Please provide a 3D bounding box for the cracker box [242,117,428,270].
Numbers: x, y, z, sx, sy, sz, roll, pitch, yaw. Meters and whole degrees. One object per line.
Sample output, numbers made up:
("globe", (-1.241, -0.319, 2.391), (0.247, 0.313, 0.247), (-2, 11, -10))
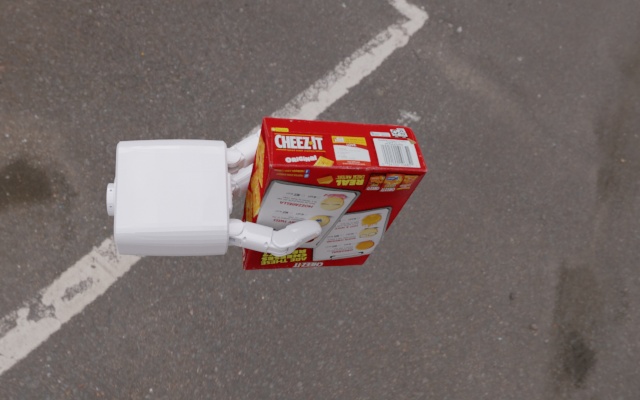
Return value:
("cracker box", (0.000, 0.002, 0.553), (0.164, 0.072, 0.214), (0, -34, -17))
